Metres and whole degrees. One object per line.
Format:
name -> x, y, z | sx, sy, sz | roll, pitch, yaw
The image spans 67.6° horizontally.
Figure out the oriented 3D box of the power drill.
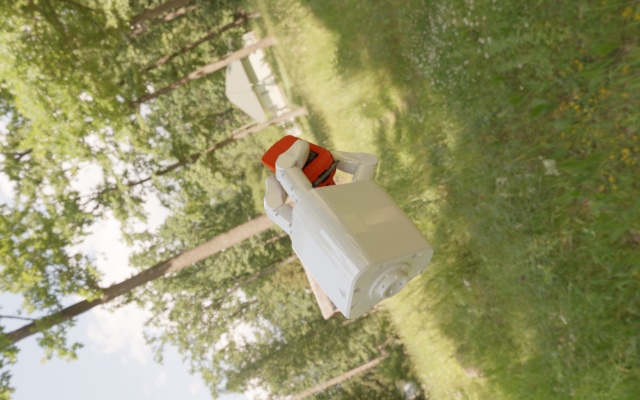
power drill -> 0.000, 0.002, 0.632 | 0.184, 0.057, 0.188 | 28, -21, 48
